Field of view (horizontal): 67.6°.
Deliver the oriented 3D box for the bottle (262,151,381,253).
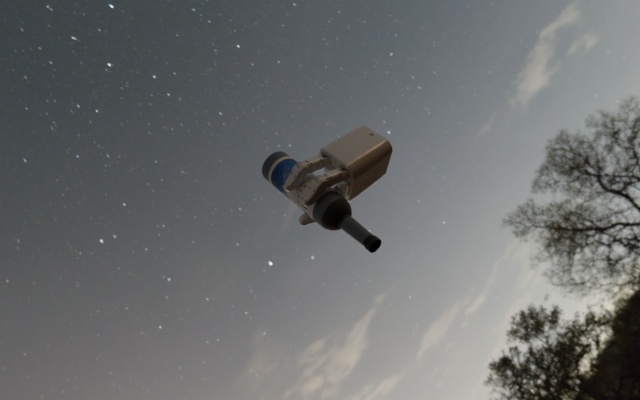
[{"bbox_3d":[0.000,0.003,0.879,0.069,0.069,0.295,0,30,-46],"label":"bottle"}]
